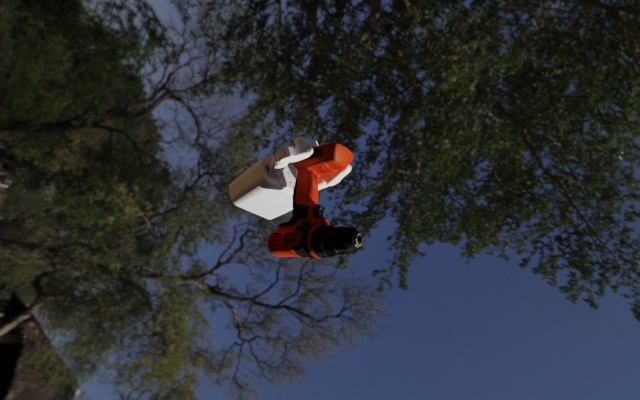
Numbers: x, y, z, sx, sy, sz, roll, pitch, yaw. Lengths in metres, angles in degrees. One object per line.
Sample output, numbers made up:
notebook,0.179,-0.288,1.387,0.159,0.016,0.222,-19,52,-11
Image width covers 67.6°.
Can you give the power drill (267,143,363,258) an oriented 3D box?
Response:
power drill,0.000,0.002,0.775,0.184,0.187,0.057,-6,-26,39
